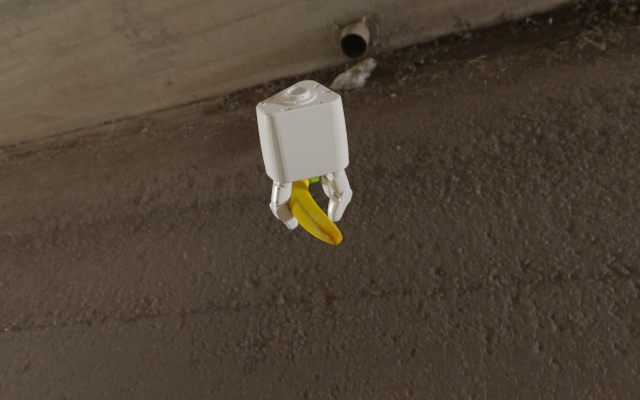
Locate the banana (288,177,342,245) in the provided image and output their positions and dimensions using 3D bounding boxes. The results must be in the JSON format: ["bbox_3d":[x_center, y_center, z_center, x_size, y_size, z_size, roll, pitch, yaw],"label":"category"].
[{"bbox_3d":[-0.019,0.000,0.718,0.069,0.037,0.197,2,31,-12],"label":"banana"}]
